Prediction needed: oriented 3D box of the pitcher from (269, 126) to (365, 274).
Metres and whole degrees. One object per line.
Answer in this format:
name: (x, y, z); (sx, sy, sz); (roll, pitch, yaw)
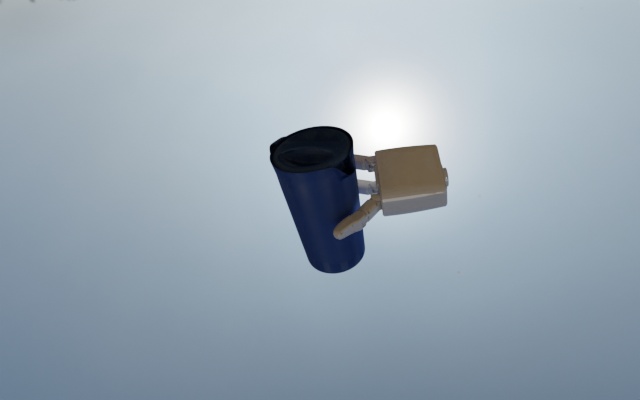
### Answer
pitcher: (0.000, 0.003, 0.815); (0.145, 0.243, 0.149); (-10, 37, 5)
